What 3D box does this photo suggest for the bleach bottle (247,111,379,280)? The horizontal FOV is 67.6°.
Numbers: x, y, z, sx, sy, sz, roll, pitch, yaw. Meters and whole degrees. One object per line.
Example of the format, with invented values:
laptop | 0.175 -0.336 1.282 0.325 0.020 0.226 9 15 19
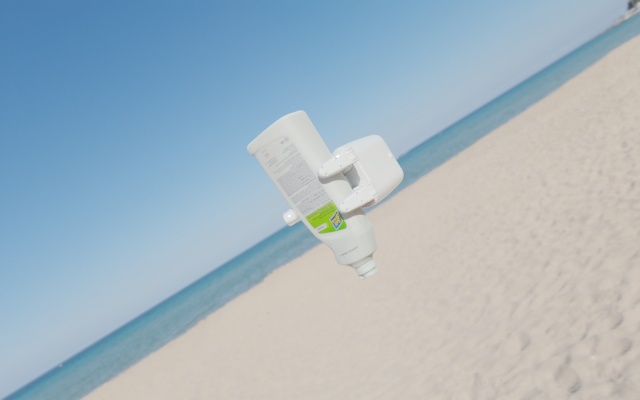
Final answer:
bleach bottle | 0.000 0.002 0.687 0.102 0.251 0.068 -32 0 40
